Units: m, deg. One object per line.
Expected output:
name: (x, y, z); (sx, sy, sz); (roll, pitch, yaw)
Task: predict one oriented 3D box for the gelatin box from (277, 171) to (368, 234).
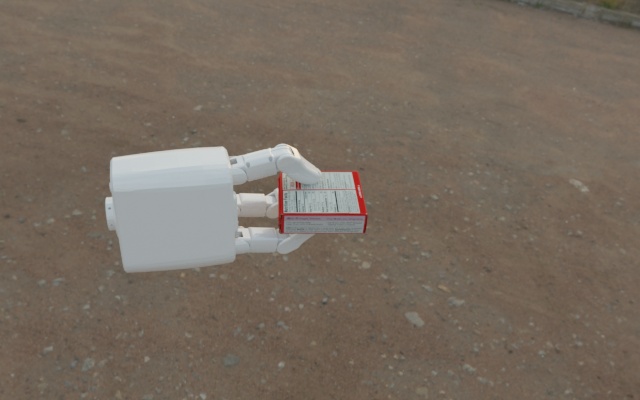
gelatin box: (0.000, 0.001, 0.499); (0.089, 0.030, 0.073); (-1, 39, -5)
